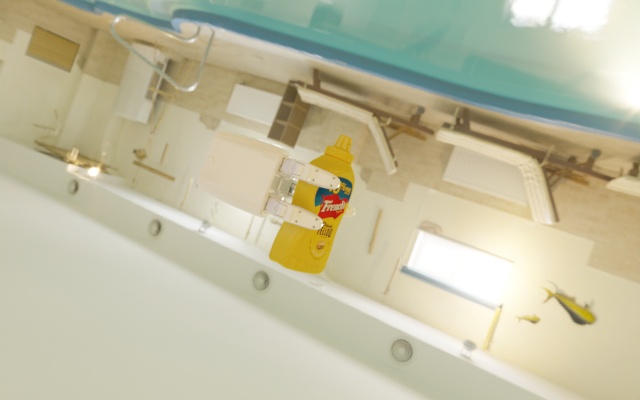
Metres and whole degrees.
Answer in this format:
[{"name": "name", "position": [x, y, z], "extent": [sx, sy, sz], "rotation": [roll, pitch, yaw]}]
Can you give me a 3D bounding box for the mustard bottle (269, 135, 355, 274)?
[{"name": "mustard bottle", "position": [0.000, 0.002, 0.651], "extent": [0.058, 0.191, 0.096], "rotation": [22, 1, 38]}]
